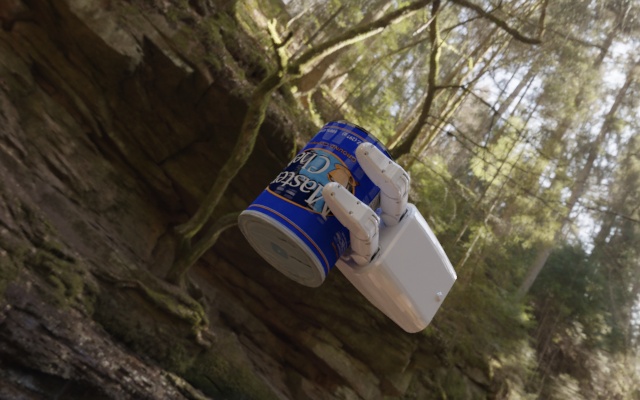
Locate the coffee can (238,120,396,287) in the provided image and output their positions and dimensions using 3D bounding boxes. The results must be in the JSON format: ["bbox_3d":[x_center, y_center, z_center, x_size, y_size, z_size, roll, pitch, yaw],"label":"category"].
[{"bbox_3d":[0.000,0.002,0.487,0.140,0.103,0.103,-50,26,-25],"label":"coffee can"}]
